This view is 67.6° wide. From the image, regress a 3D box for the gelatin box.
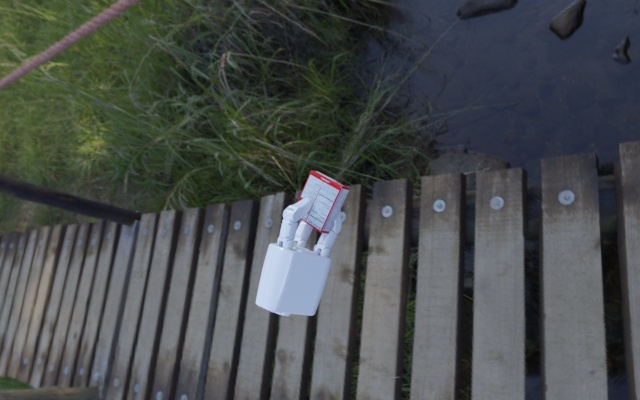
[{"bbox_3d":[0.000,0.002,0.832,0.073,0.089,0.030,31,12,35],"label":"gelatin box"}]
